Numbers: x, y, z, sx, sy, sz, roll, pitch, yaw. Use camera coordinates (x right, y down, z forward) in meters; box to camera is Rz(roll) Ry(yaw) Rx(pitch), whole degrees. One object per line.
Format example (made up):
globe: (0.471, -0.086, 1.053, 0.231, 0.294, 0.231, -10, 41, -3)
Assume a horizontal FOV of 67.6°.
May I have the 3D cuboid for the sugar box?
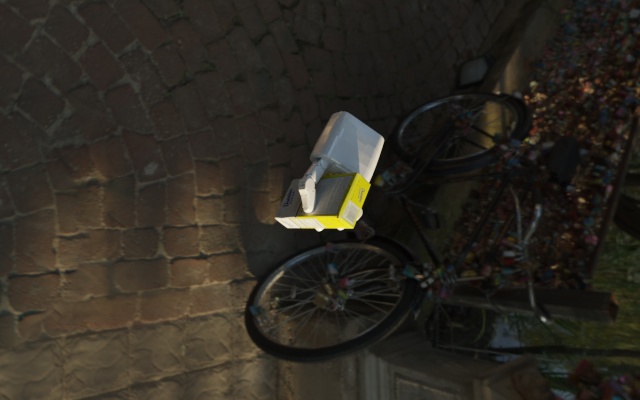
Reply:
sugar box: (0.001, 0.003, 0.871, 0.048, 0.093, 0.176, 39, -27, -32)
